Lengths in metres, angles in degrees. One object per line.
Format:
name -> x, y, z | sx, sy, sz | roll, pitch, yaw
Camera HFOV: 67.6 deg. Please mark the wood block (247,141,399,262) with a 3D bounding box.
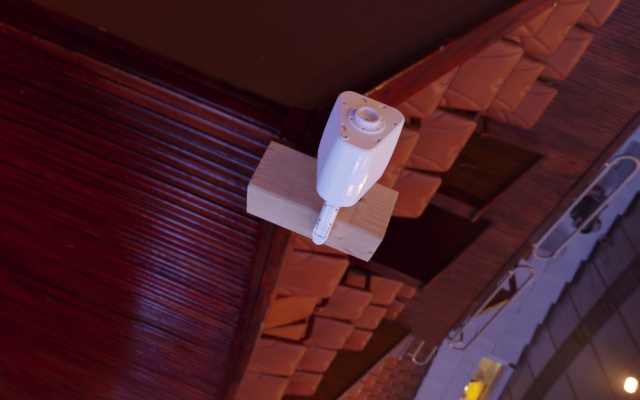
wood block -> 0.000, 0.003, 0.729 | 0.206, 0.090, 0.090 | 22, -29, 2
